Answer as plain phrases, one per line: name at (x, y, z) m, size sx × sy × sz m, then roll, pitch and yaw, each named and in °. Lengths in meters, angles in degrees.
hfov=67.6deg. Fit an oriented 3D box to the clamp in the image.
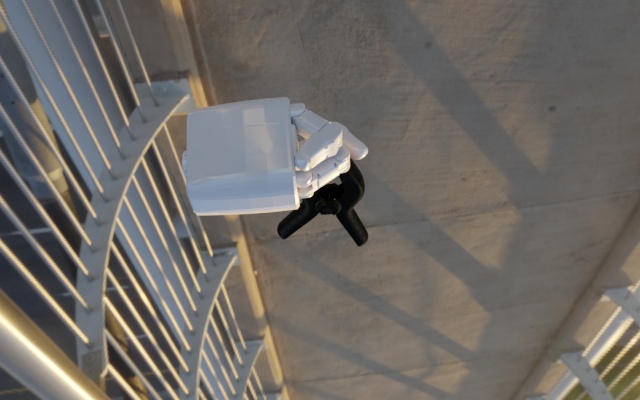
clamp at (0.000, 0.002, 0.585) m, size 0.120 × 0.039 × 0.172 m, roll -4°, pitch -42°, yaw 0°
